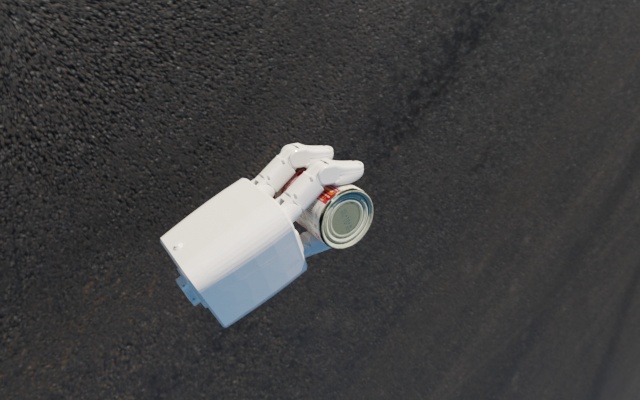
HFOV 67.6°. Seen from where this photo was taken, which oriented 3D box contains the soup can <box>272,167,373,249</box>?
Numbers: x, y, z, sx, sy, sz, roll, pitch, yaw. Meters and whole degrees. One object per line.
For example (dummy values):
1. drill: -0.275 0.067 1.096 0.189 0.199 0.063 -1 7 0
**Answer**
1. soup can: 0.001 0.002 0.516 0.068 0.068 0.102 0 21 -36
